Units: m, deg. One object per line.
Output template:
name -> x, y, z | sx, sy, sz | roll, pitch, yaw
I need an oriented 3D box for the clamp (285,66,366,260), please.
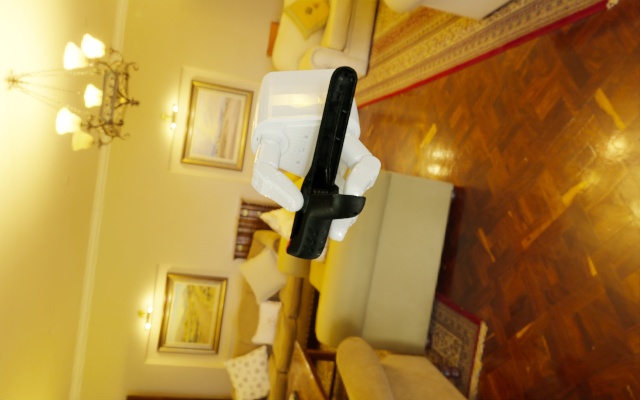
clamp -> -0.001, 0.002, 0.458 | 0.036, 0.164, 0.210 | 10, -46, -11
